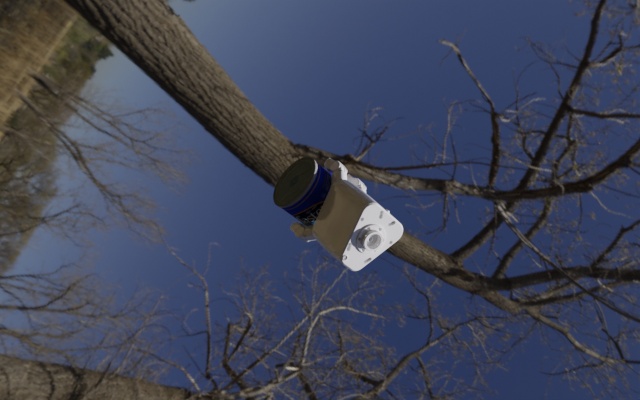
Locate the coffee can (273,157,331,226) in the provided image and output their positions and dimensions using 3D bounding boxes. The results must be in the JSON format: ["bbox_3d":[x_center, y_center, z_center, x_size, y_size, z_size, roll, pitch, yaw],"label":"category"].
[{"bbox_3d":[0.000,0.003,0.858,0.140,0.102,0.103,38,-22,-31],"label":"coffee can"}]
